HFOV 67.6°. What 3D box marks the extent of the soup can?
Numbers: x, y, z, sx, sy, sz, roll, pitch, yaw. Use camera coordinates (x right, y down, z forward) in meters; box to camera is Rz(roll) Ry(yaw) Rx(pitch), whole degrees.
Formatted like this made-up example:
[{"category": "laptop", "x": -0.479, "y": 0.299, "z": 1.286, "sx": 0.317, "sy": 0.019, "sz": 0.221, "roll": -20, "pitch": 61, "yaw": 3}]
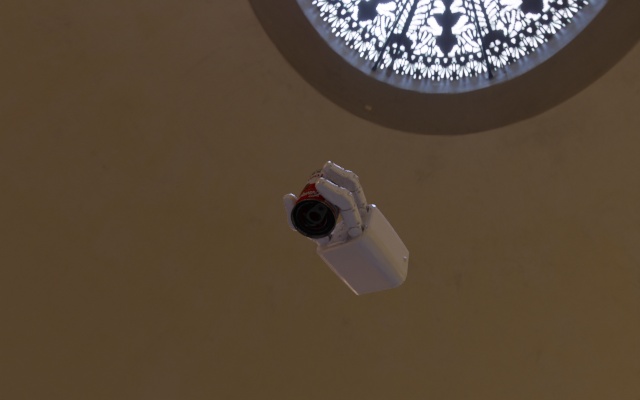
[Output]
[{"category": "soup can", "x": 0.000, "y": 0.002, "z": 0.736, "sx": 0.068, "sy": 0.068, "sz": 0.102, "roll": 0, "pitch": 30, "yaw": 14}]
